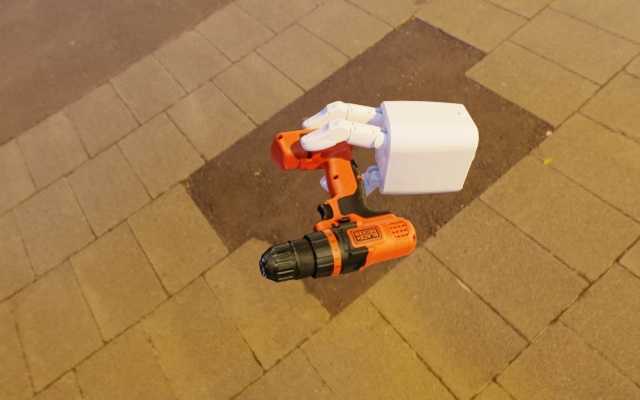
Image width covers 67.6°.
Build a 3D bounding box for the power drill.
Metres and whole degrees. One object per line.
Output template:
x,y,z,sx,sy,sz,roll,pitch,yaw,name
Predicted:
0.000,0.001,0.569,0.184,0.187,0.057,-9,-31,-21,power drill
